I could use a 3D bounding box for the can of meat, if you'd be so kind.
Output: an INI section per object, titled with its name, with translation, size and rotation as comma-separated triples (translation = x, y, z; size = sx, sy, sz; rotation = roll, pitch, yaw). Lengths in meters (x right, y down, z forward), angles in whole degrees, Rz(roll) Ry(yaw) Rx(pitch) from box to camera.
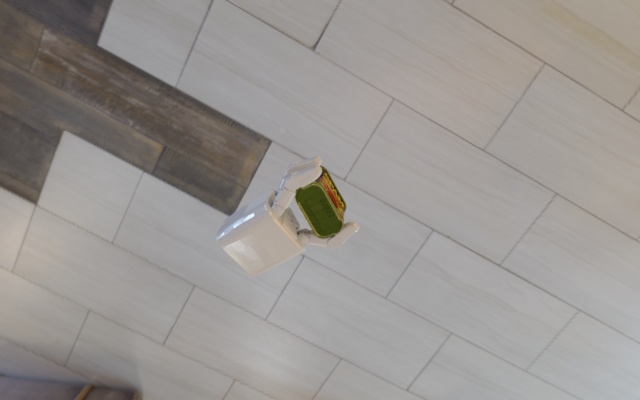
[can of meat]
translation = 0.000, 0.003, 0.786
size = 0.057, 0.102, 0.084
rotation = -26, 17, 13
